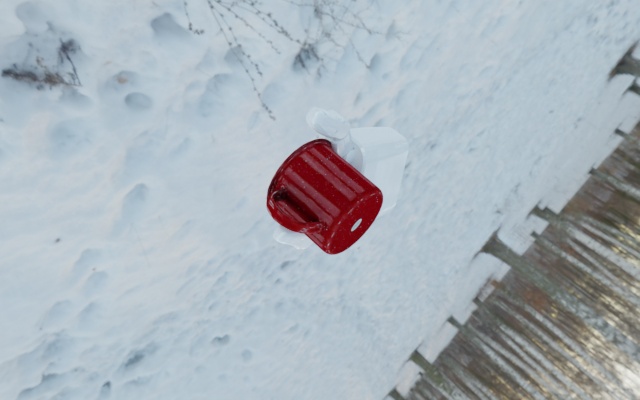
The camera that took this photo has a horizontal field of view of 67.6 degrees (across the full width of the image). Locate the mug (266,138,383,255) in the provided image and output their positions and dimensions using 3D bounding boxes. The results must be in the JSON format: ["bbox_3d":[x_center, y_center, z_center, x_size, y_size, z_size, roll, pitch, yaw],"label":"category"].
[{"bbox_3d":[-0.001,0.002,0.464,0.081,0.093,0.117,41,34,24],"label":"mug"}]
